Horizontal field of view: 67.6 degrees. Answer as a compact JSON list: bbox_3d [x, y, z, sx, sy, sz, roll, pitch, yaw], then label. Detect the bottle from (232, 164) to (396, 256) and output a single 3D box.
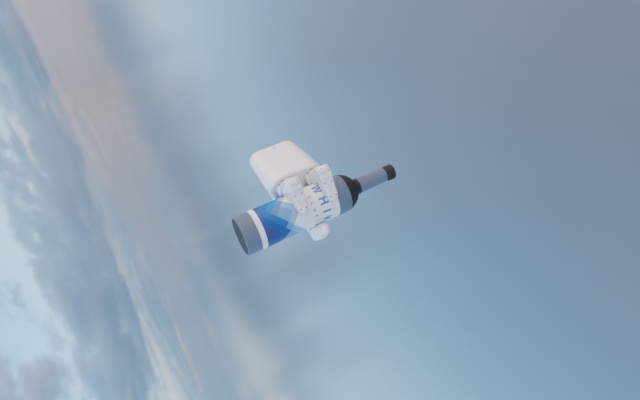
[{"bbox_3d":[0.000,0.003,0.805,0.295,0.069,0.069,-23,8,-19],"label":"bottle"}]
